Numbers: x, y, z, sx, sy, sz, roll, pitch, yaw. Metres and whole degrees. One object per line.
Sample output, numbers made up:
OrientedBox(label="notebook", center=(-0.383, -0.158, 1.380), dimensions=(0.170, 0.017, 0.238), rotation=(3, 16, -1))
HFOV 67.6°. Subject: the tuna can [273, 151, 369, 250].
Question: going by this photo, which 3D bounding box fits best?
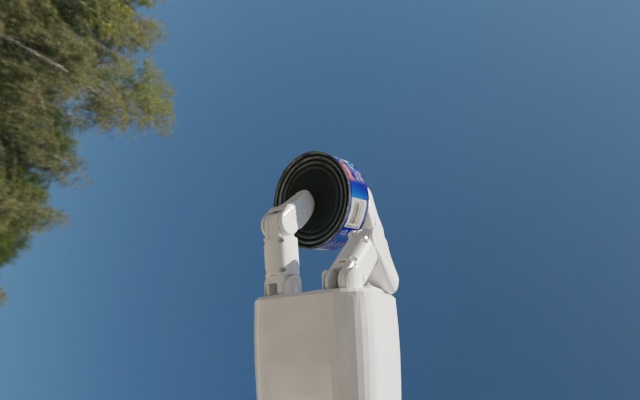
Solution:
OrientedBox(label="tuna can", center=(0.000, 0.001, 0.425), dimensions=(0.086, 0.086, 0.034), rotation=(0, -8, 39))
